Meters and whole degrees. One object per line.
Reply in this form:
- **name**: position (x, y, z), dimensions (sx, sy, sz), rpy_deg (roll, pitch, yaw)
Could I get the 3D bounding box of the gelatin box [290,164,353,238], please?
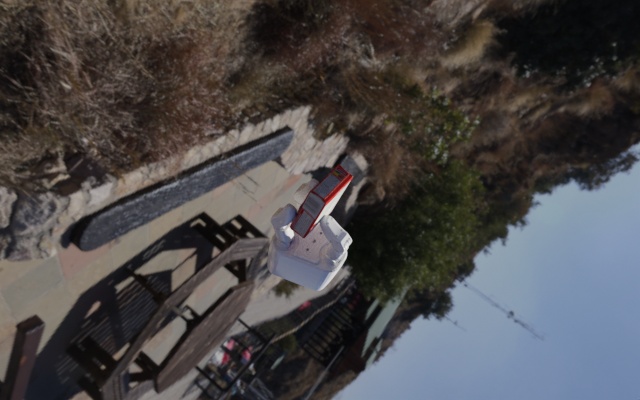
- **gelatin box**: position (0.001, 0.002, 0.657), dimensions (0.073, 0.030, 0.089), rpy_deg (-44, -10, -42)
